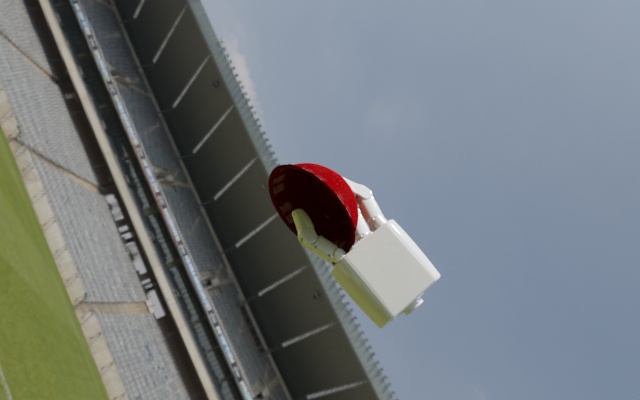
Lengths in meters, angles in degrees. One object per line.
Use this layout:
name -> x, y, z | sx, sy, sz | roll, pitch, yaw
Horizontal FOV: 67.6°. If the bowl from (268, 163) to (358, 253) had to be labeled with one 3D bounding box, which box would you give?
bowl -> -0.001, 0.001, 0.702 | 0.162, 0.162, 0.055 | 0, 35, 49
